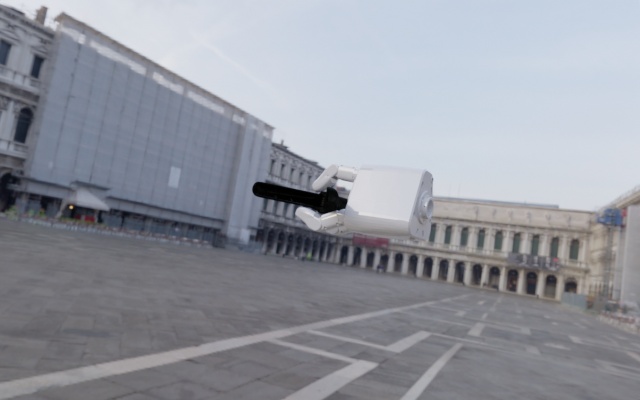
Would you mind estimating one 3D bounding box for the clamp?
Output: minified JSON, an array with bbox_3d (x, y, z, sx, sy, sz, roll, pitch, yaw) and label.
[{"bbox_3d":[0.001,0.002,0.799,0.164,0.036,0.210,8,-6,32],"label":"clamp"}]
